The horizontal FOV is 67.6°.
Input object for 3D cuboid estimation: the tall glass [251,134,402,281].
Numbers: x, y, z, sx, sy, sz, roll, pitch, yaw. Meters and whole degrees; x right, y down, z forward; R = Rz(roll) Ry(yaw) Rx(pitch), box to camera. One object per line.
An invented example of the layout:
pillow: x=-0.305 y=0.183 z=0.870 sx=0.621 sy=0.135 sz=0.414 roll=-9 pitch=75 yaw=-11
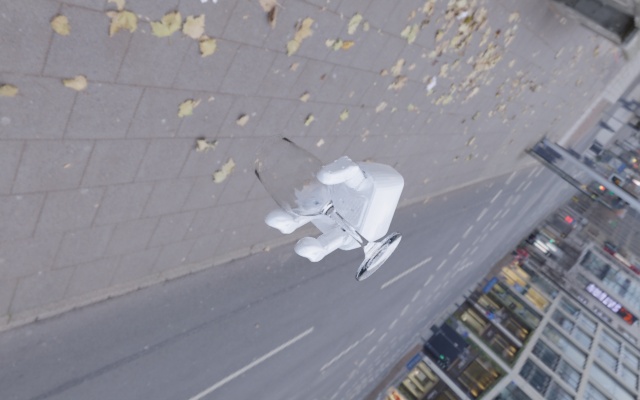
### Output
tall glass: x=0.001 y=0.002 z=0.583 sx=0.201 sy=0.079 sz=0.079 roll=43 pitch=19 yaw=22
